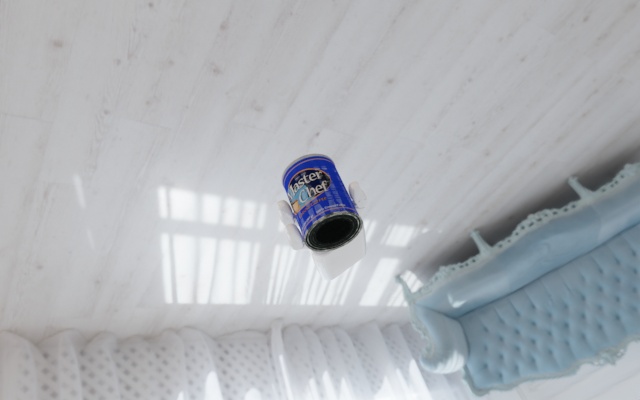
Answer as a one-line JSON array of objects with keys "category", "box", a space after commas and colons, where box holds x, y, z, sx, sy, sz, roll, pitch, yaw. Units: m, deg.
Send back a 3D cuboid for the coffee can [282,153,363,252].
[{"category": "coffee can", "box": [0.000, 0.002, 0.827, 0.103, 0.140, 0.103, -14, -38, -12]}]
